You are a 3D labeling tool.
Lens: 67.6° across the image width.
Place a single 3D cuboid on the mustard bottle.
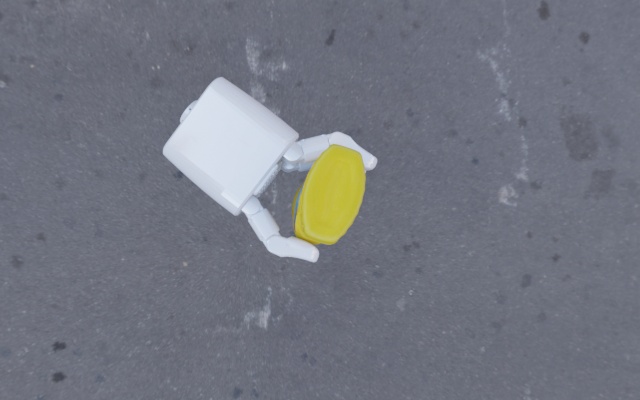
[{"bbox_3d":[0.000,0.002,0.542,0.058,0.096,0.191,16,-8,-6],"label":"mustard bottle"}]
